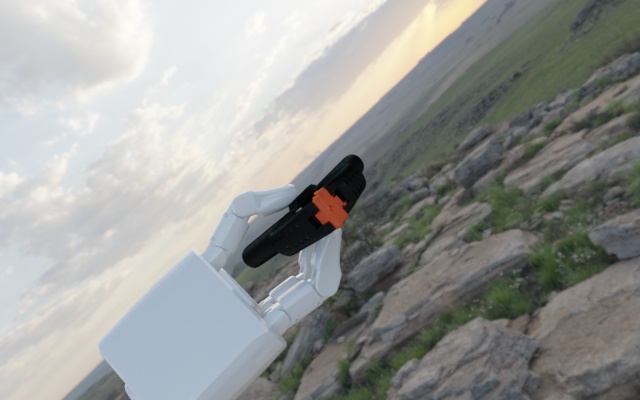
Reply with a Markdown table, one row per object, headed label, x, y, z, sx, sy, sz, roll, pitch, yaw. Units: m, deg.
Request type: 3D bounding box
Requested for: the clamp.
| label | x | y | z | sx | sy | sz | roll | pitch | yaw |
| --- | --- | --- | --- | --- | --- | --- | --- | --- | --- |
| clamp | -0.001 | 0.001 | 0.426 | 0.164 | 0.036 | 0.210 | -44 | 4 | -13 |
